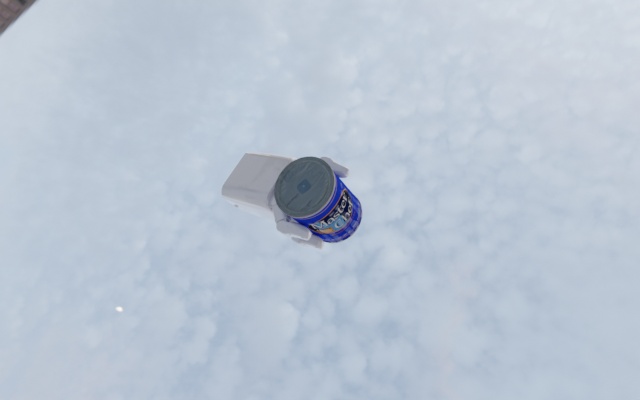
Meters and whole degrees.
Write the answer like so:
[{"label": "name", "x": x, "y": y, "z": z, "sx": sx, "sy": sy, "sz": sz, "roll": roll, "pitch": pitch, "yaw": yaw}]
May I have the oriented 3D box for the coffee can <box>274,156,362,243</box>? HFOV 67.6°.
[{"label": "coffee can", "x": 0.000, "y": 0.003, "z": 0.797, "sx": 0.103, "sy": 0.102, "sz": 0.140, "roll": 0, "pitch": -21, "yaw": 24}]
